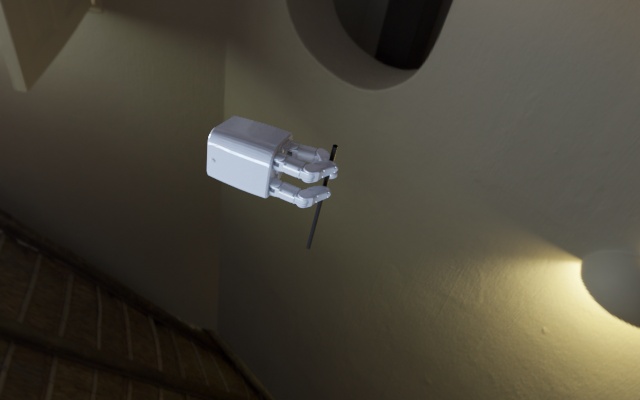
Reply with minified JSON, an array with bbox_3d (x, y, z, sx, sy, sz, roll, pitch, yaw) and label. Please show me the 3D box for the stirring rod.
[{"bbox_3d":[0.000,0.003,0.803,0.011,0.240,0.011,8,44,-7],"label":"stirring rod"}]
